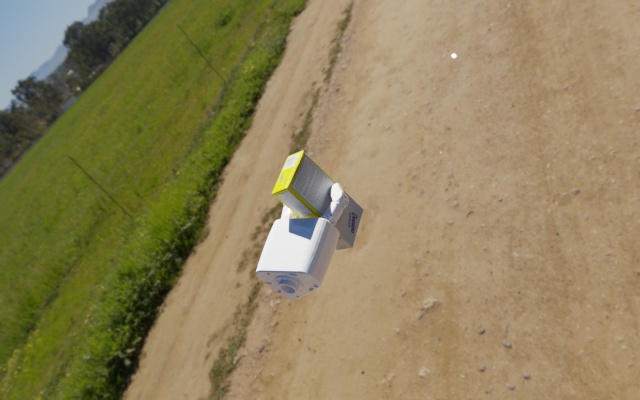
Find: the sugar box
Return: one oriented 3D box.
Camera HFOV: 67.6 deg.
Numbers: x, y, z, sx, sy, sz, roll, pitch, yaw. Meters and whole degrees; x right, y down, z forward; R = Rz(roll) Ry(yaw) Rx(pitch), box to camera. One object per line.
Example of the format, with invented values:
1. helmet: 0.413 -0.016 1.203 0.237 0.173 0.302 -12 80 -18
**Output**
1. sugar box: 0.000 0.003 0.853 0.048 0.093 0.176 -17 -50 40
